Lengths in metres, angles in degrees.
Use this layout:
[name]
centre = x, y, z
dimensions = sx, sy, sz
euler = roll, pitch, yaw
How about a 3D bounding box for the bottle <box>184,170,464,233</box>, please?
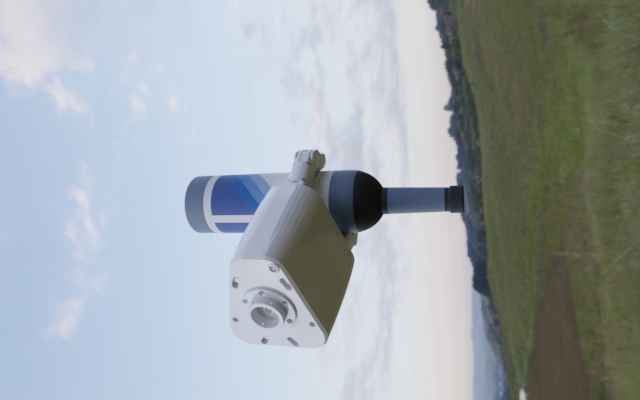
[bottle]
centre = 0.000, 0.002, 0.513
dimensions = 0.296, 0.069, 0.069
euler = -1, 0, 17
